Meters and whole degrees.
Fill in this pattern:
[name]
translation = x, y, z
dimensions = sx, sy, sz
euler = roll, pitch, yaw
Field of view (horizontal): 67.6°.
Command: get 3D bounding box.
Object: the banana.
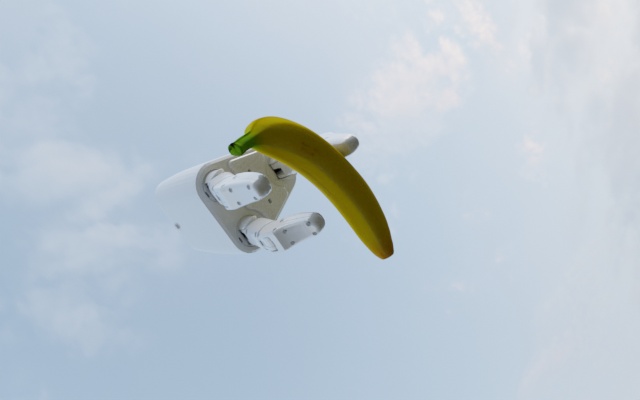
[banana]
translation = 0.002, -0.016, 0.413
dimensions = 0.037, 0.069, 0.198
euler = -14, -38, 44
